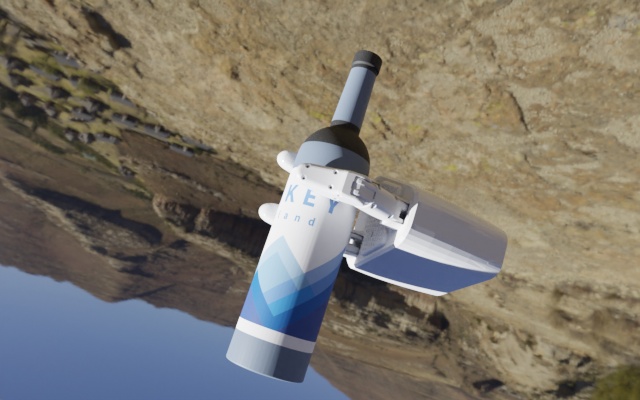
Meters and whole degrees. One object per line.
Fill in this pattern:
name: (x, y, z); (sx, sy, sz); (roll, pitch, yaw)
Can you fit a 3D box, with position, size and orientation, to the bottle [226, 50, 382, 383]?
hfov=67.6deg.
bottle: (0.000, 0.002, 0.421); (0.069, 0.295, 0.069); (18, -12, 4)
